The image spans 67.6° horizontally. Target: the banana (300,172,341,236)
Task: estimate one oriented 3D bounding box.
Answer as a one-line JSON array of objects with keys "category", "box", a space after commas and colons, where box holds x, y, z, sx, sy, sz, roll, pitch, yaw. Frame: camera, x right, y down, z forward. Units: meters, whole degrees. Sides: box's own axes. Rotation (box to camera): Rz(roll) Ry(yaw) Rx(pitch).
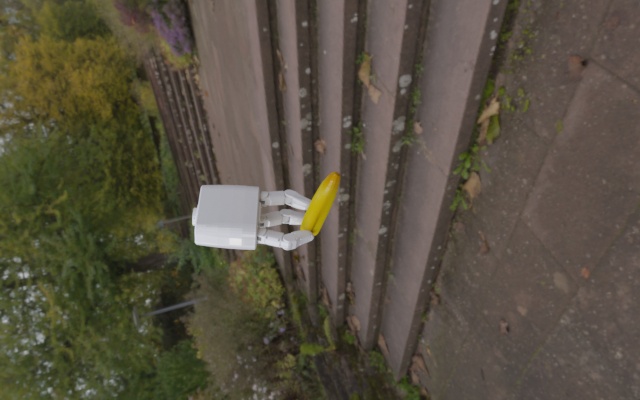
[{"category": "banana", "box": [-0.006, 0.020, 0.854, 0.037, 0.069, 0.198, 21, -29, -2]}]
